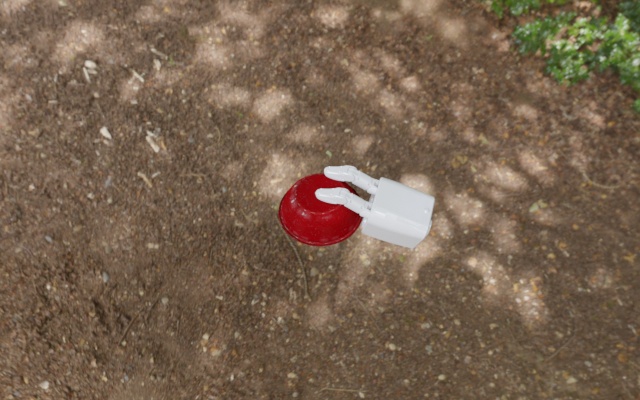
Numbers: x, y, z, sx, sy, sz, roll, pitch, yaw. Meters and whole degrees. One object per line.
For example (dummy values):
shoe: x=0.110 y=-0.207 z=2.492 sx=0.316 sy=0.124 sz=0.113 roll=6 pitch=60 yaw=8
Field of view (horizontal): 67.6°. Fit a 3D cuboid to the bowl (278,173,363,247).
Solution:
bowl: x=-0.001 y=0.003 z=0.882 sx=0.162 sy=0.162 sz=0.055 roll=0 pitch=-37 yaw=2
